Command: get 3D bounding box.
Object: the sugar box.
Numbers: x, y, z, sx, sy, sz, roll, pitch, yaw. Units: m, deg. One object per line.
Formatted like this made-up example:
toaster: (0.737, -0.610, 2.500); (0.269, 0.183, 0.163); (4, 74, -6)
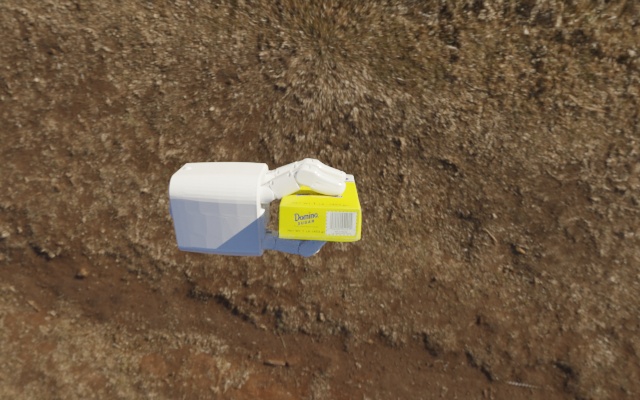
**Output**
sugar box: (0.000, 0.001, 0.610); (0.093, 0.048, 0.176); (3, 18, -1)
